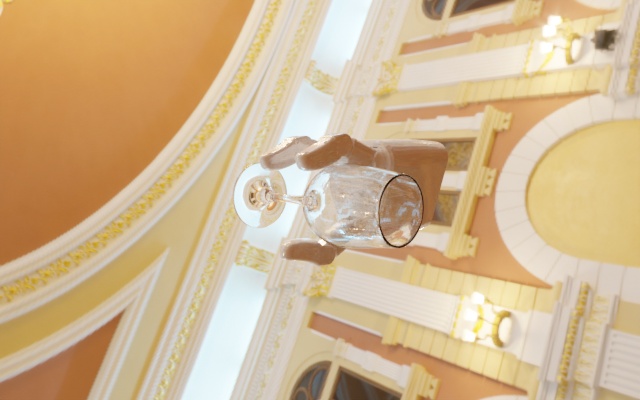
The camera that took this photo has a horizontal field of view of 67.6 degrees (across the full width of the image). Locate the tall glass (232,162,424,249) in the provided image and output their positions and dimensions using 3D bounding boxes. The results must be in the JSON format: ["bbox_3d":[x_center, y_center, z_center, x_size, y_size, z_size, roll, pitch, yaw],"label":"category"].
[{"bbox_3d":[-0.001,0.002,0.465,0.079,0.079,0.201,0,4,-42],"label":"tall glass"}]
